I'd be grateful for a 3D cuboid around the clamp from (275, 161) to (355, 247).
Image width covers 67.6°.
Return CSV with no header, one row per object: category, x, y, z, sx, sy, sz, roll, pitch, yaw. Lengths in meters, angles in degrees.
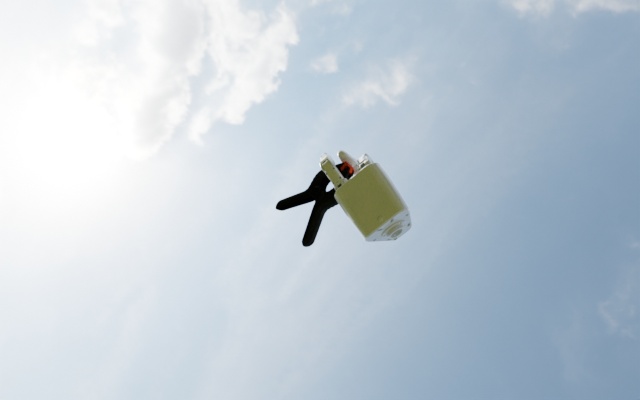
clamp,0.001,0.003,0.894,0.171,0.120,0.039,-40,-29,15
